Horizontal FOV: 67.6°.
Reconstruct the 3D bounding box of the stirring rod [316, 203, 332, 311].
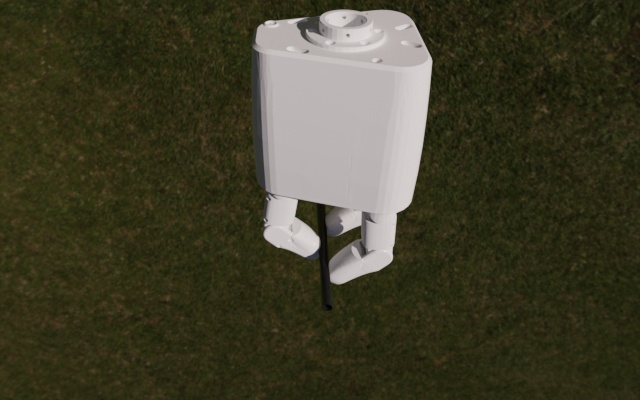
[{"bbox_3d":[0.000,0.001,0.448,0.011,0.011,0.239,0,41,-3],"label":"stirring rod"}]
